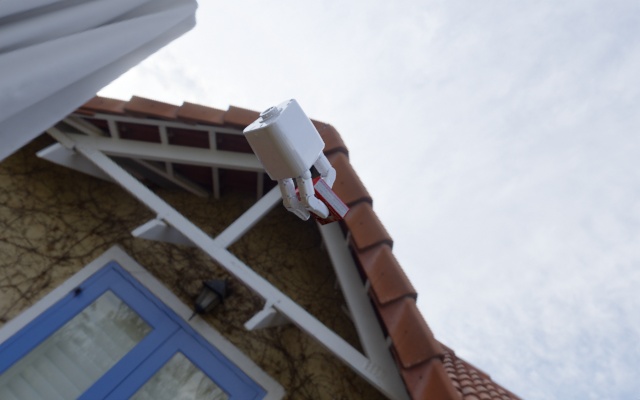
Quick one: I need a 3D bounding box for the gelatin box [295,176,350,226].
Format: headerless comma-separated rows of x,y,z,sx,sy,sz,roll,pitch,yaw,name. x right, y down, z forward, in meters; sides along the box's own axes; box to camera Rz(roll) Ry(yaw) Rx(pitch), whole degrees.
0.001,0.003,0.897,0.073,0.089,0.030,-22,26,55,gelatin box
